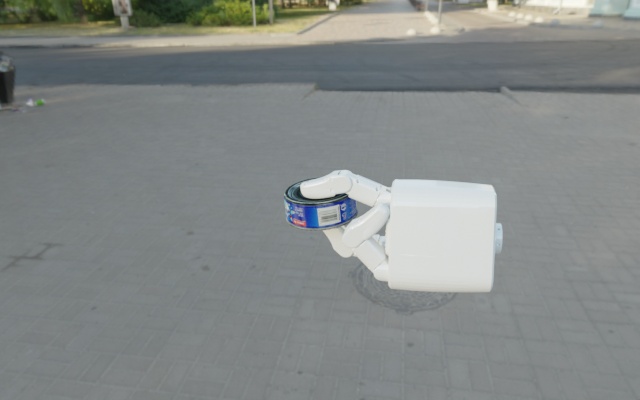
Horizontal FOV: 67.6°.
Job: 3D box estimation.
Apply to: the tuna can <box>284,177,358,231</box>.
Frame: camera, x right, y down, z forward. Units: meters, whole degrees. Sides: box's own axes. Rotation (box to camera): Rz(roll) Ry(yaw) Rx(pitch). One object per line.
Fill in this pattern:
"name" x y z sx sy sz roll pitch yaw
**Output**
"tuna can" 0.000 0.001 0.563 0.086 0.034 0.086 -5 23 2
